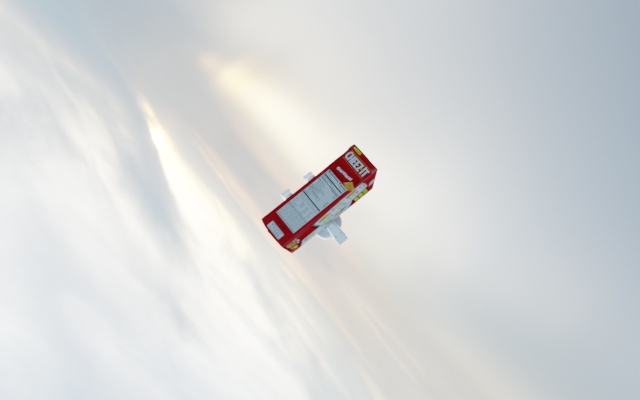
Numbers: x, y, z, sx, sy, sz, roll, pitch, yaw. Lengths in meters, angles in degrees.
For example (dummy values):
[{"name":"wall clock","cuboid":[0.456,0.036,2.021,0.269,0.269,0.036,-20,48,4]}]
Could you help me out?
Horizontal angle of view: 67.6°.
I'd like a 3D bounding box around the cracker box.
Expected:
[{"name":"cracker box","cuboid":[0.000,0.003,0.889,0.213,0.072,0.164,-39,-9,-4]}]
